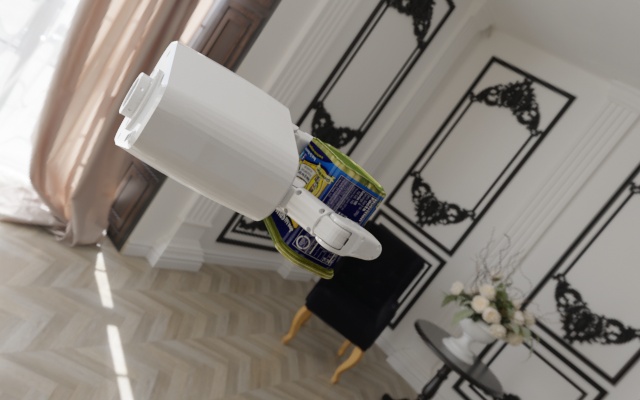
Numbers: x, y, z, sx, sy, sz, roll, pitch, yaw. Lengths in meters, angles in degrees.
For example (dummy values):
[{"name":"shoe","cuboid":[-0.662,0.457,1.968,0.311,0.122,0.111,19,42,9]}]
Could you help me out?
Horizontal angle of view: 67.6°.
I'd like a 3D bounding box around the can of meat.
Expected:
[{"name":"can of meat","cuboid":[0.000,0.001,0.401,0.057,0.084,0.102,30,11,-27]}]
